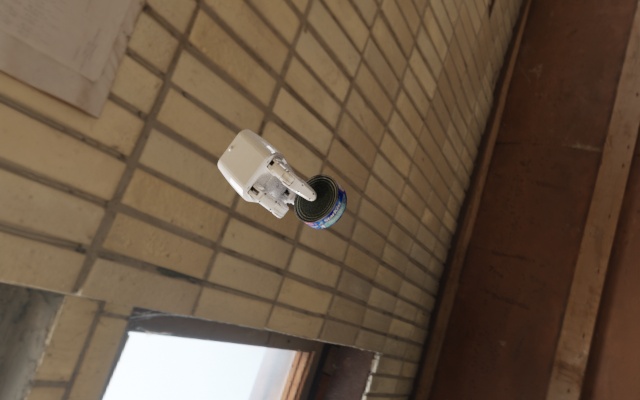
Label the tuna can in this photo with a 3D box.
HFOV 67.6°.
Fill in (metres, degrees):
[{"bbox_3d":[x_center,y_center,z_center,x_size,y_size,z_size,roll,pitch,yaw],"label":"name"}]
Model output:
[{"bbox_3d":[0.000,0.003,0.784,0.086,0.086,0.034,0,-24,36],"label":"tuna can"}]
